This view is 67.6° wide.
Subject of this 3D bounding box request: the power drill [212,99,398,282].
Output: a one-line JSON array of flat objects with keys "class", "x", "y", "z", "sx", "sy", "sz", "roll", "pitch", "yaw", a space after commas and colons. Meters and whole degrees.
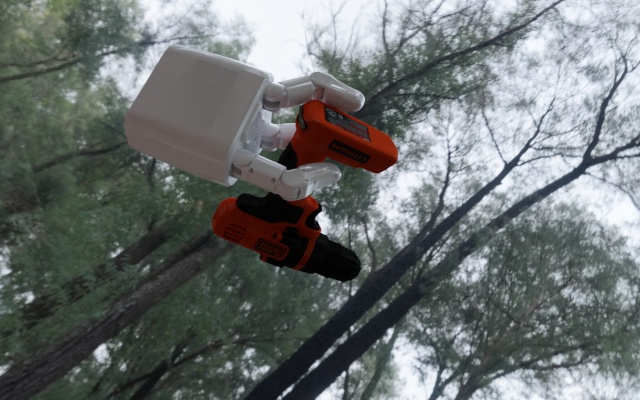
[{"class": "power drill", "x": 0.000, "y": 0.001, "z": 0.510, "sx": 0.184, "sy": 0.188, "sz": 0.057, "roll": 23, "pitch": 30, "yaw": -20}]
